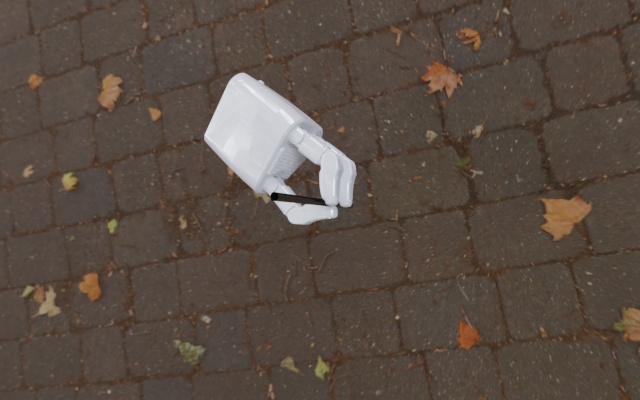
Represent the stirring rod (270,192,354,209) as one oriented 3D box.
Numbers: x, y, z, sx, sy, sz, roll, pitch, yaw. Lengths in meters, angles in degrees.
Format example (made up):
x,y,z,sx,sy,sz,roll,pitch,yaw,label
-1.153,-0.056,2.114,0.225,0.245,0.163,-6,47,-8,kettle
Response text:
x,y,z,sx,sy,sz,roll,pitch,yaw,label
0.000,0.002,0.533,0.011,0.011,0.239,0,-3,20,stirring rod
